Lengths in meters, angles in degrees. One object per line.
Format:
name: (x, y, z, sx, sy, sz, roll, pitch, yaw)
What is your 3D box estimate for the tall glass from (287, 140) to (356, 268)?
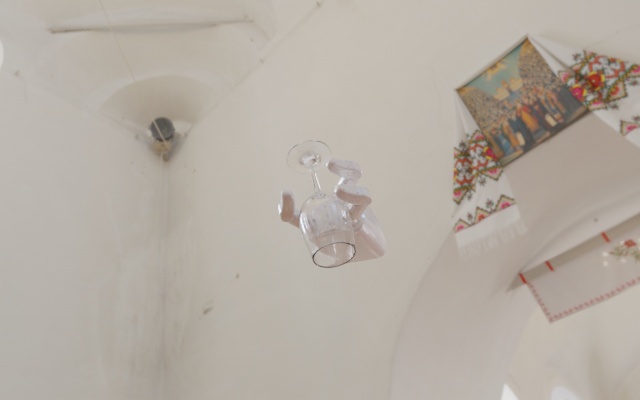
tall glass: (0.000, 0.002, 0.724, 0.079, 0.200, 0.079, -8, -40, -7)
